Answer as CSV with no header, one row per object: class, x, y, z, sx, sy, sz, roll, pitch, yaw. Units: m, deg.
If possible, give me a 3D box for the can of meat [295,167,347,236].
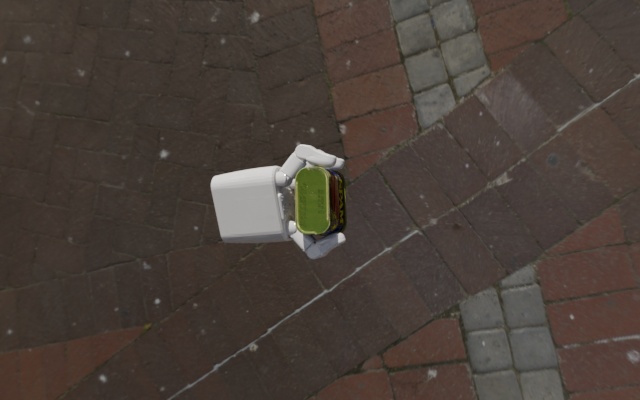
can of meat,0.000,0.002,0.706,0.057,0.102,0.084,-3,-4,18
